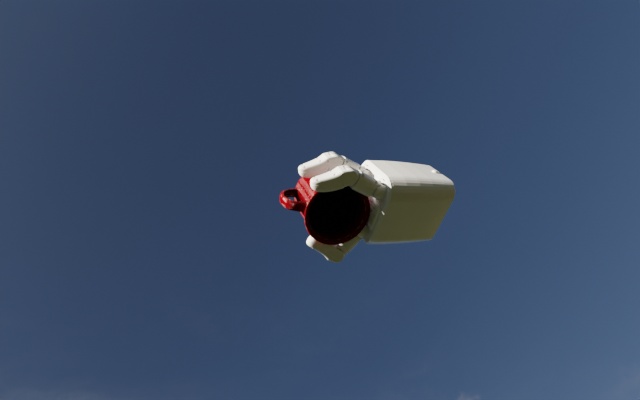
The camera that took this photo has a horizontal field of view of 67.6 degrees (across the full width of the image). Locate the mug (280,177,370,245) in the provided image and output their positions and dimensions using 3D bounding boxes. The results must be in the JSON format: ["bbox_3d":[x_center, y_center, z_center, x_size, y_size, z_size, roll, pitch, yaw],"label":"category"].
[{"bbox_3d":[-0.001,0.002,0.662,0.117,0.093,0.081,2,22,-20],"label":"mug"}]
